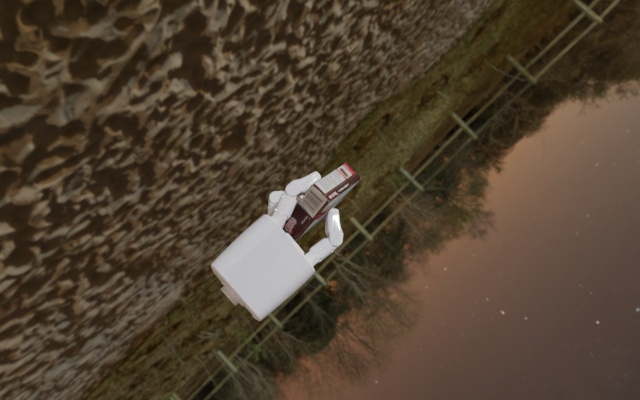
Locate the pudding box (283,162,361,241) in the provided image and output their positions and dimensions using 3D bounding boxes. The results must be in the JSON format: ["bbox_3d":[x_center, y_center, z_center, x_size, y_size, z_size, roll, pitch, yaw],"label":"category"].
[{"bbox_3d":[0.000,0.003,0.728,0.090,0.039,0.113,-37,-8,-45],"label":"pudding box"}]
